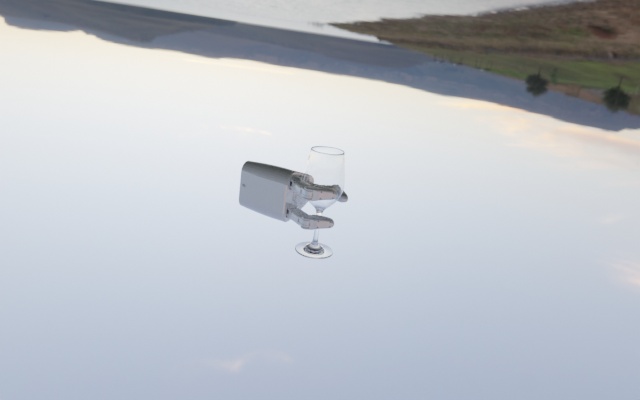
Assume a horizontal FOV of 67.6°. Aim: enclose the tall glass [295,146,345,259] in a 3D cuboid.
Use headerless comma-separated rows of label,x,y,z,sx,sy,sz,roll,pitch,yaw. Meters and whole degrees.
tall glass,0.000,0.004,0.890,0.079,0.201,0.079,7,19,-3
